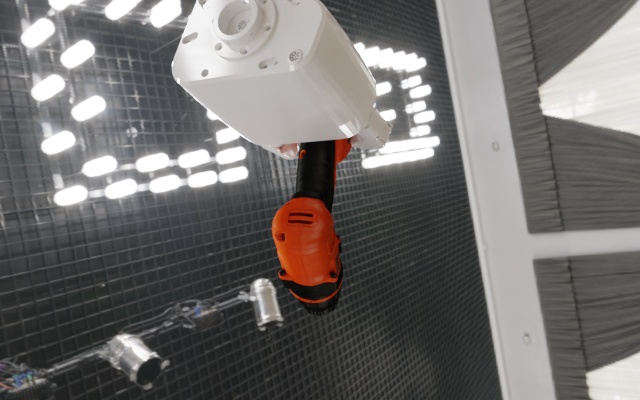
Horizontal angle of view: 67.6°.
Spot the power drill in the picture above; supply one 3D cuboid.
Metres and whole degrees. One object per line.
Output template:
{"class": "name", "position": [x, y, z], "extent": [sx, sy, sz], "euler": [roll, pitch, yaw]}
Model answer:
{"class": "power drill", "position": [0.000, 0.001, 0.452], "extent": [0.057, 0.187, 0.184], "euler": [2, -30, 4]}
